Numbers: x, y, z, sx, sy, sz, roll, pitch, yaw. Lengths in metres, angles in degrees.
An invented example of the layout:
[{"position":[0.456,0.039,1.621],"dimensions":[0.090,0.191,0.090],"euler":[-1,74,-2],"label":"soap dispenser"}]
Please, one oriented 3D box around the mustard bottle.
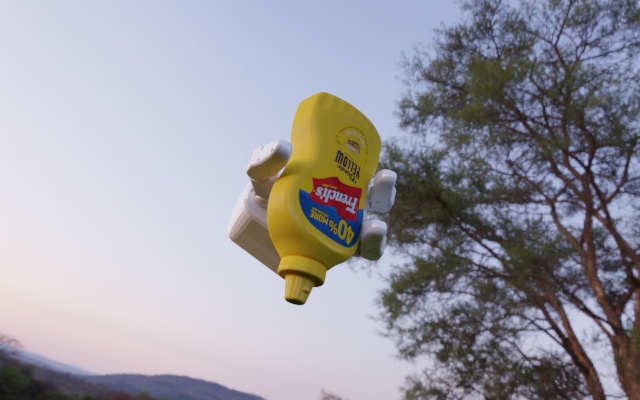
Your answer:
[{"position":[0.000,0.001,0.436],"dimensions":[0.058,0.191,0.096],"euler":[-13,-38,44],"label":"mustard bottle"}]
